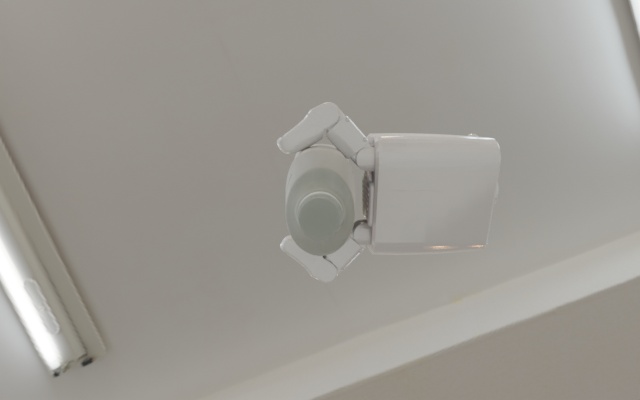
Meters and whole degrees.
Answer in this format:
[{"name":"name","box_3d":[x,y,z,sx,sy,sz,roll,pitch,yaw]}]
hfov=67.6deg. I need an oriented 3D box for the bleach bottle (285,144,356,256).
[{"name":"bleach bottle","box_3d":[0.000,0.001,0.432,0.068,0.102,0.251,0,9,0]}]
